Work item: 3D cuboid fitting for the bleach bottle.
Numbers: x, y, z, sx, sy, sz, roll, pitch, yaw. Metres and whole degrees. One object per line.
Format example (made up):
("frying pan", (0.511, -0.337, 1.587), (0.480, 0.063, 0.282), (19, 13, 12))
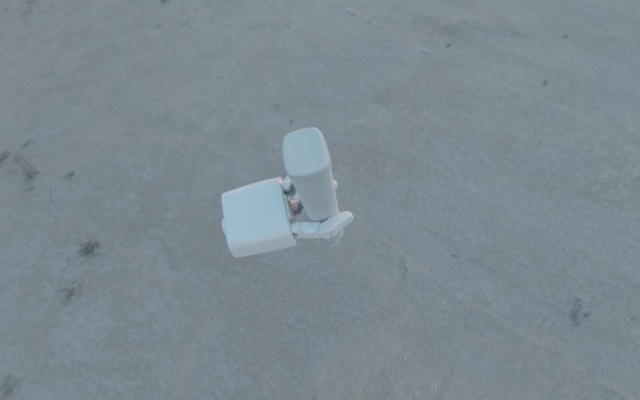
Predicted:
("bleach bottle", (0.000, 0.002, 0.794), (0.068, 0.102, 0.251), (-14, -41, 2))
